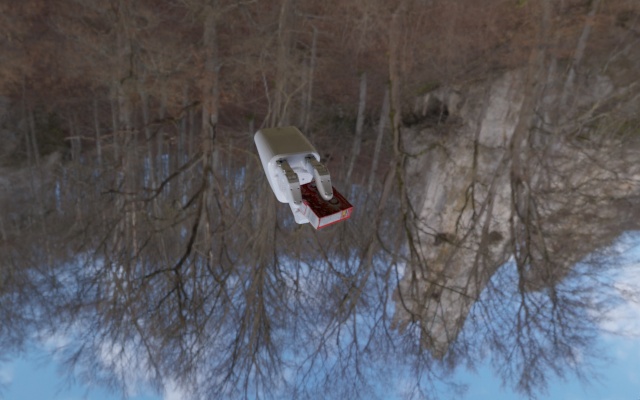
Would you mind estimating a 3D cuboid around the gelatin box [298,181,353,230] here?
[{"bbox_3d":[0.000,0.003,0.824,0.073,0.030,0.089,-18,49,-32],"label":"gelatin box"}]
